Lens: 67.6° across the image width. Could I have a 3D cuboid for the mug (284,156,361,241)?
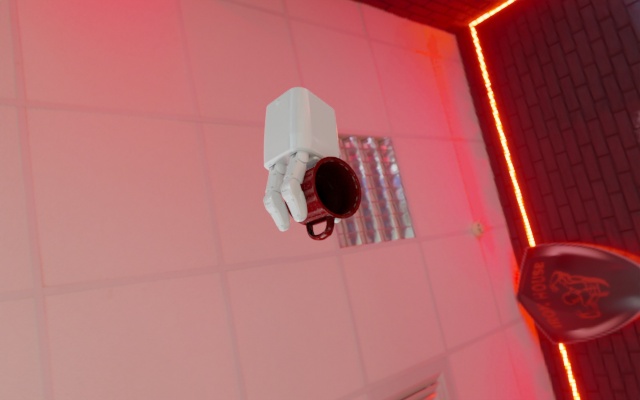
[{"bbox_3d":[0.000,0.004,0.707,0.093,0.117,0.081,13,-23,-37],"label":"mug"}]
